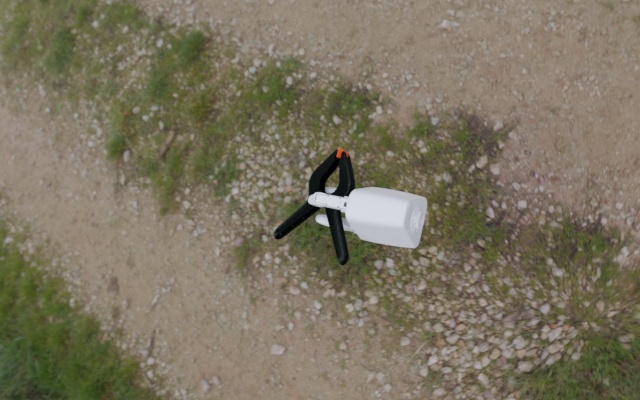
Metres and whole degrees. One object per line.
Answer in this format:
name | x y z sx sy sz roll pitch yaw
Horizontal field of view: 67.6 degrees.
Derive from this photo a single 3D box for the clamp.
clamp | 0.000 0.002 0.897 0.164 0.210 0.036 10 -7 29
